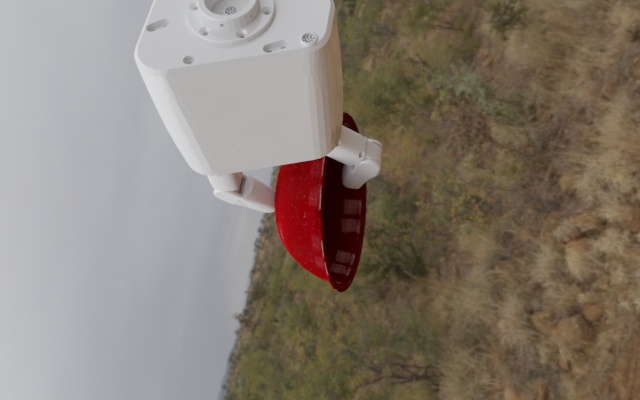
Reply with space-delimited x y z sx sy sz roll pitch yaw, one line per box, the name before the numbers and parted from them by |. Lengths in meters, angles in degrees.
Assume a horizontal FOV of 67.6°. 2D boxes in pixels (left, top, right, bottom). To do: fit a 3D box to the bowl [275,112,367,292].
bowl | 0.000 0.002 0.443 0.055 0.162 0.162 1 0 18
